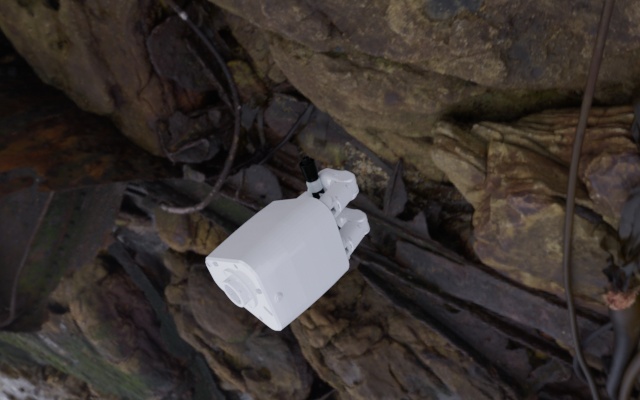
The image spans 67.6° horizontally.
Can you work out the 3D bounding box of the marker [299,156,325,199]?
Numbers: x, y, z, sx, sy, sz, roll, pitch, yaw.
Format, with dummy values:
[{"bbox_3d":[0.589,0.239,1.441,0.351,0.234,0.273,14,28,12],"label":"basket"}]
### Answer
[{"bbox_3d":[0.000,0.002,0.565,0.020,0.121,0.020,-14,30,9],"label":"marker"}]
